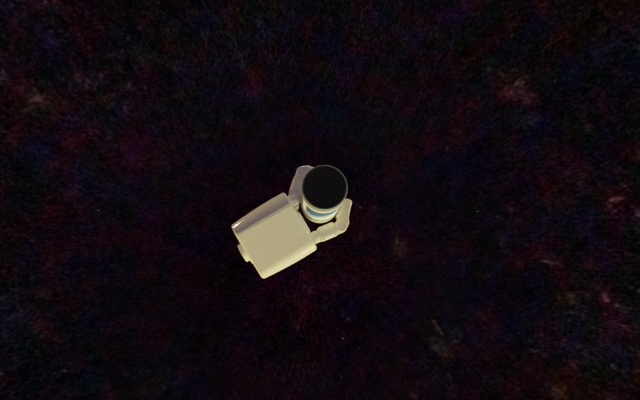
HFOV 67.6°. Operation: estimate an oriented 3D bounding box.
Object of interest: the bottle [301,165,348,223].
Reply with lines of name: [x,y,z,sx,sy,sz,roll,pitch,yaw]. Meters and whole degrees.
bottle: [0.000,0.003,0.832,0.069,0.069,0.296,0,-8,-2]
